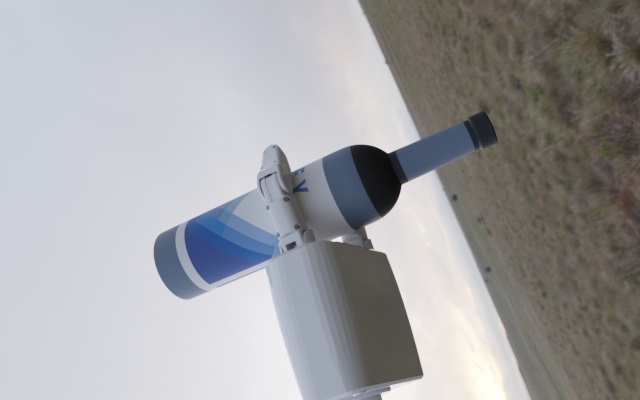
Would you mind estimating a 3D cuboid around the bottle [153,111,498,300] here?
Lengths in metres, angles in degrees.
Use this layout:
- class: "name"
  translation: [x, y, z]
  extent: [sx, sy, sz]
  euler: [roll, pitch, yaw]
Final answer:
- class: "bottle"
  translation: [0.000, 0.001, 0.402]
  extent: [0.296, 0.069, 0.069]
  euler: [-24, -6, 14]
